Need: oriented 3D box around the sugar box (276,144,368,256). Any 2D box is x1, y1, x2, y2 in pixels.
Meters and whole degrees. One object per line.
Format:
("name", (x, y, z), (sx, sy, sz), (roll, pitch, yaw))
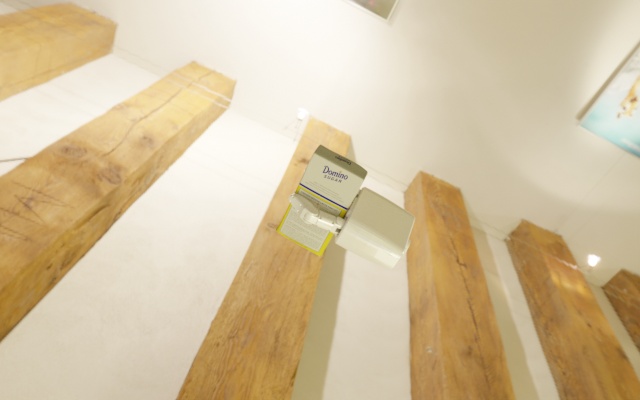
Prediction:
("sugar box", (0.000, 0.003, 0.806), (0.093, 0.176, 0.048), (29, 30, 1))
